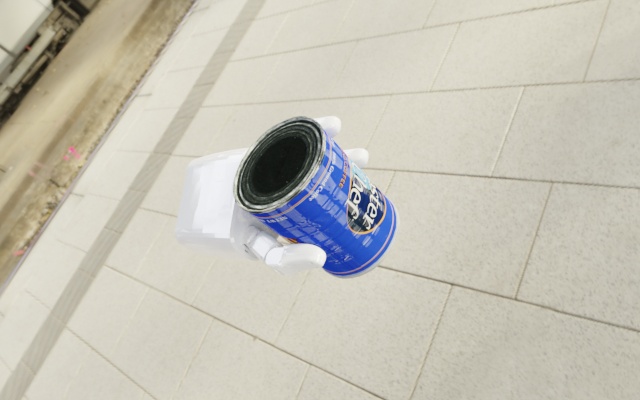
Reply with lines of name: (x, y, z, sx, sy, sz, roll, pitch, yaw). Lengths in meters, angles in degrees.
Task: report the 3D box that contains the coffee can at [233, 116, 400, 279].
coffee can: (0.000, 0.002, 0.466, 0.103, 0.102, 0.140, 0, -31, 40)
